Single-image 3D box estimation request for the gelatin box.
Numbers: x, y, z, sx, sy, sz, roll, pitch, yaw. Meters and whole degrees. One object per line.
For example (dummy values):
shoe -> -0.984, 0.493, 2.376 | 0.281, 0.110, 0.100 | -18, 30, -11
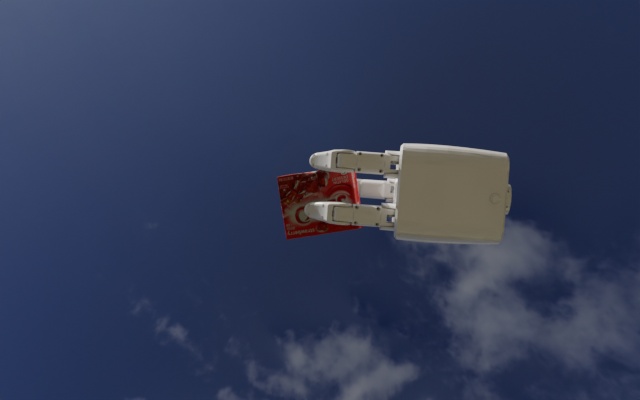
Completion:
gelatin box -> 0.000, 0.002, 0.543 | 0.089, 0.073, 0.030 | -9, 0, 16
